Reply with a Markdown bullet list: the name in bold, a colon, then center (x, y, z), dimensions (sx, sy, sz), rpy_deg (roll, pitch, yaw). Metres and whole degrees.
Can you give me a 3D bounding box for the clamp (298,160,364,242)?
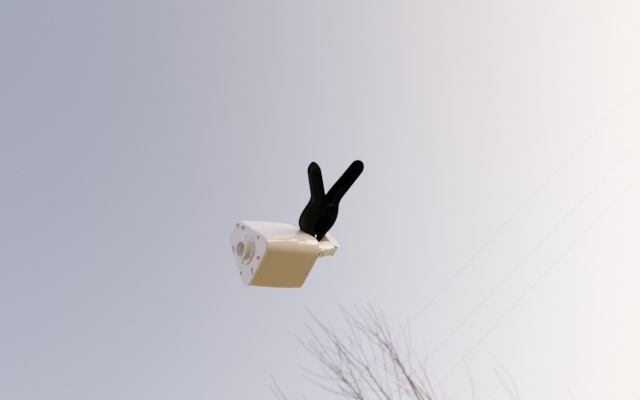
- **clamp**: center (0.000, 0.002, 0.805), dimensions (0.120, 0.171, 0.039), rpy_deg (8, 24, -43)
